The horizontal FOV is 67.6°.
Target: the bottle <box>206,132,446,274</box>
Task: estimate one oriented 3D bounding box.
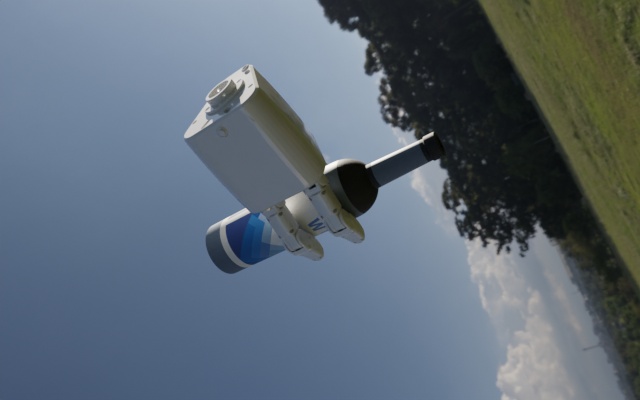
[{"bbox_3d":[0.000,0.002,0.543,0.296,0.069,0.069,-26,-11,23],"label":"bottle"}]
